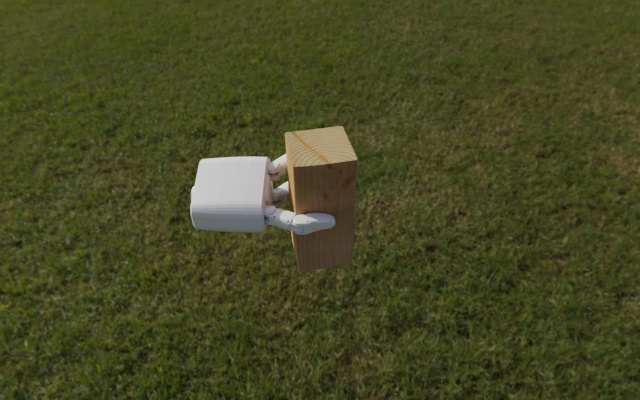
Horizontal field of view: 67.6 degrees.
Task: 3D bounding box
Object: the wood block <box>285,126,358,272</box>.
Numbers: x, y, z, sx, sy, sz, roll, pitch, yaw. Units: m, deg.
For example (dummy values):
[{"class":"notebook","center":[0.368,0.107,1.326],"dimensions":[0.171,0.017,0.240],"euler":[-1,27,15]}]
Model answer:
[{"class":"wood block","center":[0.000,0.003,0.731],"dimensions":[0.090,0.206,0.090],"euler":[-7,41,-8]}]
